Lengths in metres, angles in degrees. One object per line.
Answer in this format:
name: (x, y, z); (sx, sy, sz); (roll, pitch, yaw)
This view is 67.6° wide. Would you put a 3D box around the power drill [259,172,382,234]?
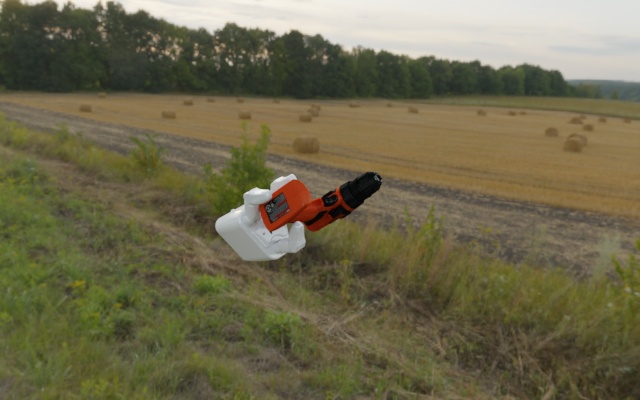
power drill: (0.000, 0.003, 0.842); (0.184, 0.057, 0.187); (-36, -22, 31)
